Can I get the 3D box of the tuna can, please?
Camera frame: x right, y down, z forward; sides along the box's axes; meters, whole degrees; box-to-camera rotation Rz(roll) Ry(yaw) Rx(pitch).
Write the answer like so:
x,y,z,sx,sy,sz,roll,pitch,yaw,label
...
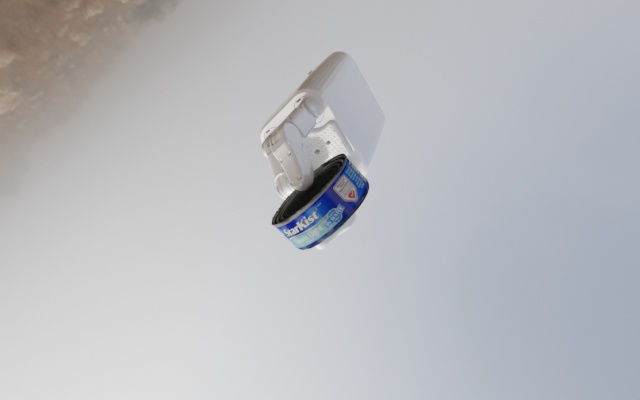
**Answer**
x,y,z,sx,sy,sz,roll,pitch,yaw,label
0.000,0.002,0.408,0.086,0.034,0.086,-41,14,12,tuna can
